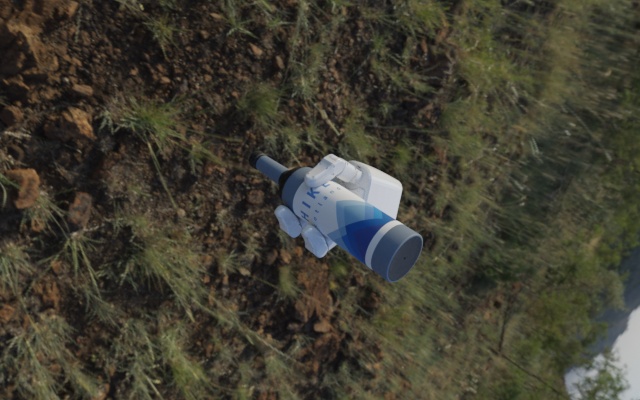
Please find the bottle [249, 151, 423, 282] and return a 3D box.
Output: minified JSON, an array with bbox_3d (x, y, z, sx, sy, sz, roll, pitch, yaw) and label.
[{"bbox_3d":[0.000,0.002,0.646,0.295,0.069,0.069,34,21,35],"label":"bottle"}]
